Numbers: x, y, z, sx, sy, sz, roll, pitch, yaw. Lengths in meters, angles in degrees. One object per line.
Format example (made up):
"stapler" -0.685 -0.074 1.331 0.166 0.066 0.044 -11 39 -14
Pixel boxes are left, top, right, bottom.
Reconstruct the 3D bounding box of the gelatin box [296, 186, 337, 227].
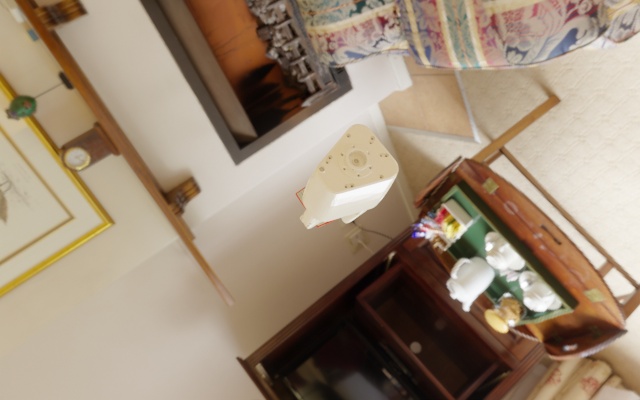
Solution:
"gelatin box" 0.000 0.003 0.808 0.030 0.073 0.089 -35 2 -23
